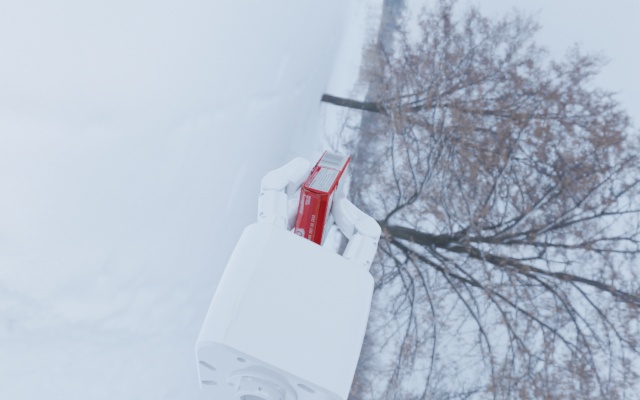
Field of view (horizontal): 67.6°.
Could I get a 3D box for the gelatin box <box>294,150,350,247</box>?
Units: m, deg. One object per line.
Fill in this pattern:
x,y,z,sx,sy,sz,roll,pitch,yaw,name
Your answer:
0.001,0.002,0.474,0.030,0.073,0.089,16,32,9,gelatin box
